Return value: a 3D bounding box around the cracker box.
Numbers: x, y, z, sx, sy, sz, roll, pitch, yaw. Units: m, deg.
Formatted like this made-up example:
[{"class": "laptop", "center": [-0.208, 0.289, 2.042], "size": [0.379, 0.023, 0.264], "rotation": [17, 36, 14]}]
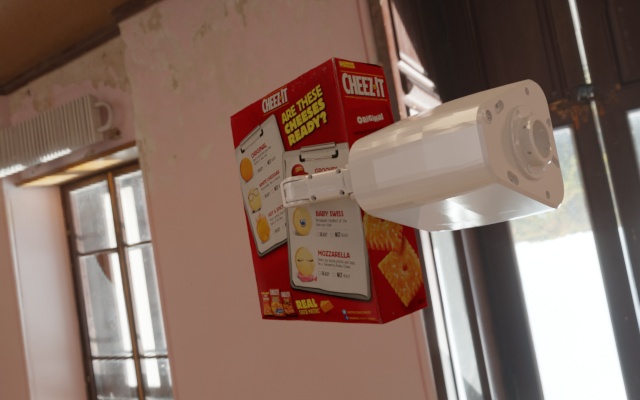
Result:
[{"class": "cracker box", "center": [0.000, 0.002, 0.448], "size": [0.072, 0.213, 0.164], "rotation": [-6, -5, -42]}]
